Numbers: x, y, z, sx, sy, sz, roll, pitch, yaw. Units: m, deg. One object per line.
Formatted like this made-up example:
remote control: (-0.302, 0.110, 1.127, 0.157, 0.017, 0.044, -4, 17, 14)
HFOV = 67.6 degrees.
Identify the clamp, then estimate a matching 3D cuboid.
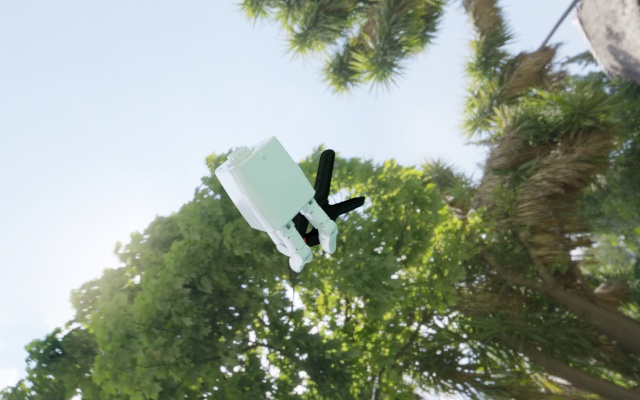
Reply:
clamp: (0.000, 0.003, 0.755, 0.039, 0.120, 0.171, -10, 28, 48)
